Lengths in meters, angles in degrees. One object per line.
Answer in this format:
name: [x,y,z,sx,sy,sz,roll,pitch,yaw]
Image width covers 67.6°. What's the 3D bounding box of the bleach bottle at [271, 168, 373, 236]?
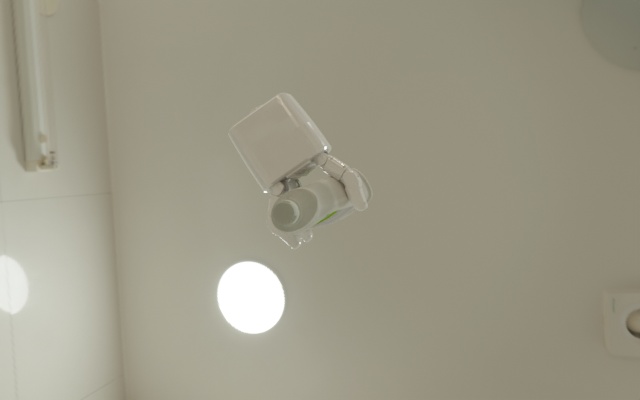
bleach bottle: [0.000,0.002,0.690,0.102,0.068,0.251,-36,-7,17]
